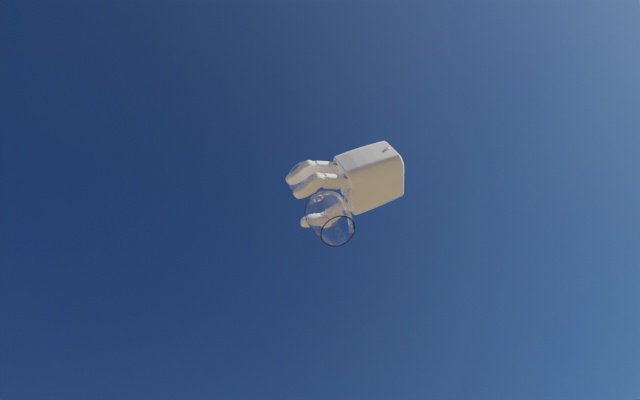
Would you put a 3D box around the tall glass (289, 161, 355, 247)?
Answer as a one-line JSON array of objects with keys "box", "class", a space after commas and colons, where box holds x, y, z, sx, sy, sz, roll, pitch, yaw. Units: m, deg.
[{"box": [0.000, 0.003, 0.878, 0.079, 0.079, 0.201, 0, 30, -20], "class": "tall glass"}]
